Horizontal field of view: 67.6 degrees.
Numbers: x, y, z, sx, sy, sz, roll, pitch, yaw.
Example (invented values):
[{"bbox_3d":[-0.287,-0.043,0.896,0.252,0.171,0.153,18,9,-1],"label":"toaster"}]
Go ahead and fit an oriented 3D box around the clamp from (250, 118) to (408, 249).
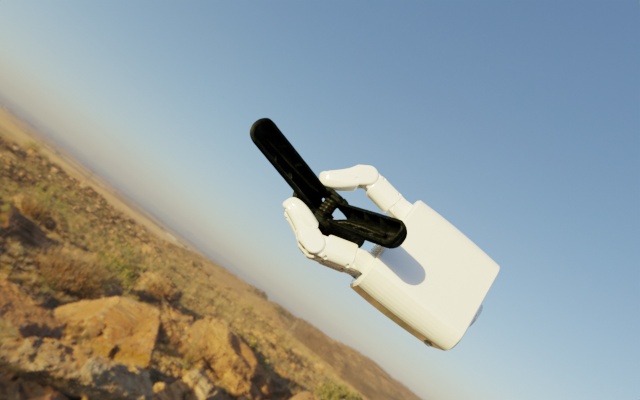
[{"bbox_3d":[0.001,0.001,0.487,0.164,0.036,0.210,41,-11,6],"label":"clamp"}]
